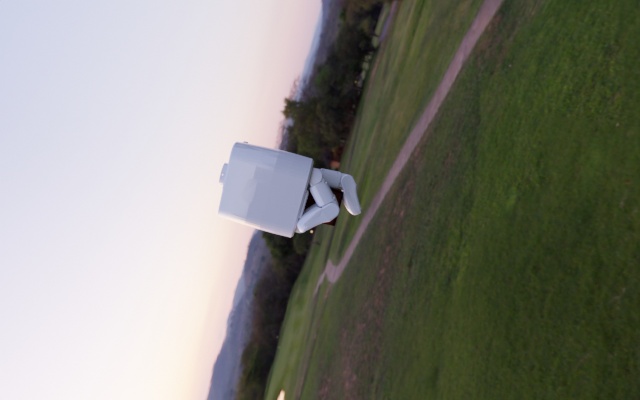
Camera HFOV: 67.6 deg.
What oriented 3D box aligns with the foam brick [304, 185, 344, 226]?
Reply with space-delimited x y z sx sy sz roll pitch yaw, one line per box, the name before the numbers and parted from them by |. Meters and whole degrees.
foam brick | 0.000 0.002 0.708 0.051 0.053 0.078 15 4 -5
